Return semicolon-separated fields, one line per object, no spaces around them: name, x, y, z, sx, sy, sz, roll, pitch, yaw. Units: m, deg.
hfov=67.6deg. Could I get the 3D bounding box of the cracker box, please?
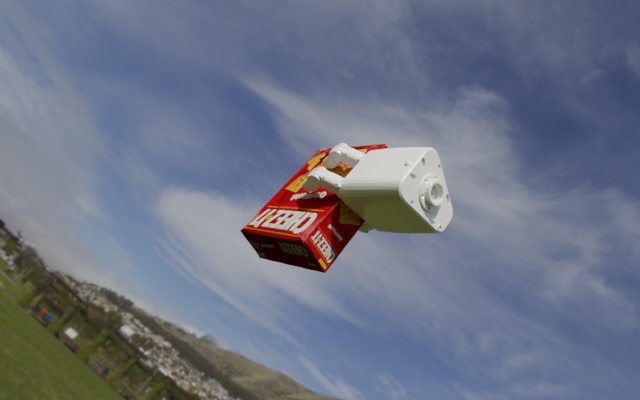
cracker box;0.000;0.002;0.748;0.164;0.072;0.213;3;43;49
